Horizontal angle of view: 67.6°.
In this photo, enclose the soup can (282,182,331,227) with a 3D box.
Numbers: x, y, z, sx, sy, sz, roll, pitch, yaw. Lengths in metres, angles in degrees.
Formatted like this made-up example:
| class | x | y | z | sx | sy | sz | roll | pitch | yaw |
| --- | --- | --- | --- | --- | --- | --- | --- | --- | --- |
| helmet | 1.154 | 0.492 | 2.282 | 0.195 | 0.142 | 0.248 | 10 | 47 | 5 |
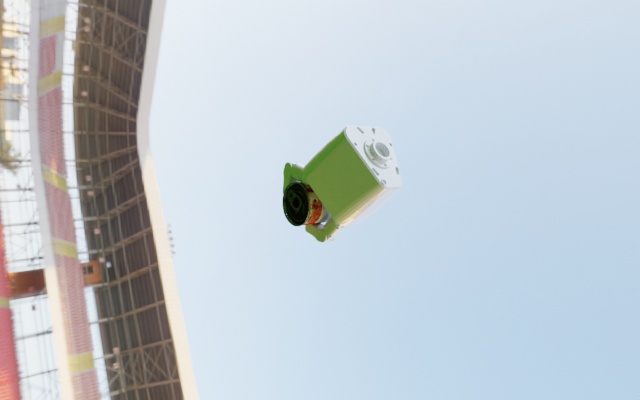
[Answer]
| class | x | y | z | sx | sy | sz | roll | pitch | yaw |
| --- | --- | --- | --- | --- | --- | --- | --- | --- | --- |
| soup can | 0.000 | 0.003 | 0.757 | 0.102 | 0.068 | 0.068 | -5 | 3 | -40 |
